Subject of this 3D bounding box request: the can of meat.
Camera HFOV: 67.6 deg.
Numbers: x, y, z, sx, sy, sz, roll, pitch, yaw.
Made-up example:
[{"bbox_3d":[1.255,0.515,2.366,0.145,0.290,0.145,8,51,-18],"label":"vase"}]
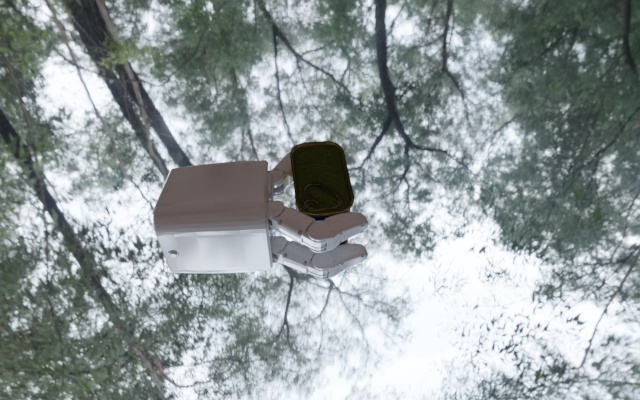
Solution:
[{"bbox_3d":[0.000,0.002,0.511,0.057,0.102,0.084,-5,-41,-5],"label":"can of meat"}]
